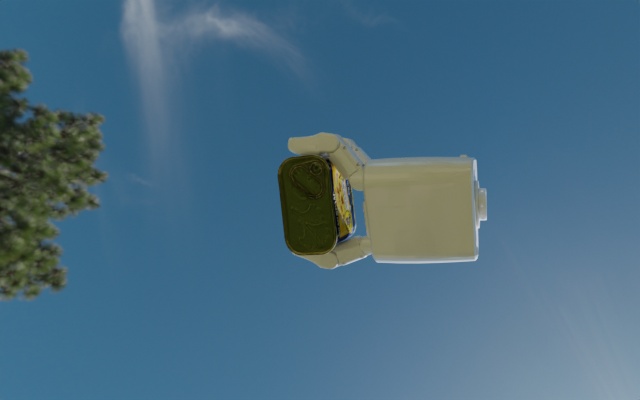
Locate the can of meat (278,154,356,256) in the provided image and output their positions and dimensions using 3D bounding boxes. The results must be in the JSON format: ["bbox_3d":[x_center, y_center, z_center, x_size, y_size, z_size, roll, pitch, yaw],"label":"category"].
[{"bbox_3d":[0.000,0.002,0.520,0.057,0.102,0.084,-5,3,21],"label":"can of meat"}]
